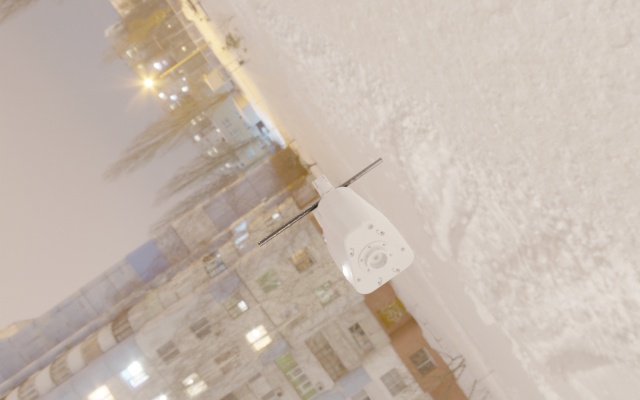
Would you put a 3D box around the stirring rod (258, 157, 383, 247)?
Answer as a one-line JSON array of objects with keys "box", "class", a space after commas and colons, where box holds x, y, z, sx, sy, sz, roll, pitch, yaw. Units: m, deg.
[{"box": [0.000, 0.002, 0.768, 0.239, 0.011, 0.011, -35, 0, -1], "class": "stirring rod"}]
